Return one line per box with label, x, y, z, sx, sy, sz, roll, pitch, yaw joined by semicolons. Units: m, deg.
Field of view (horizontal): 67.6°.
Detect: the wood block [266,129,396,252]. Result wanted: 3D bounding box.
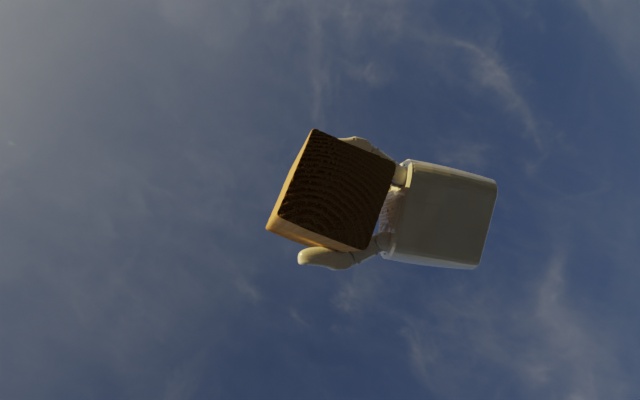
wood block;0.000;0.002;0.534;0.090;0.091;0.206;22;-10;-6
